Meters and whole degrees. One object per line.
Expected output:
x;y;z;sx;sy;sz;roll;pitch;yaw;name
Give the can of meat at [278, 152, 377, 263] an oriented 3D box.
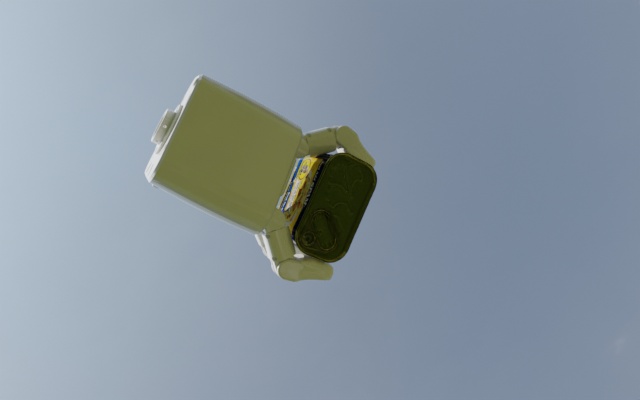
0.000;0.001;0.481;0.057;0.102;0.084;24;-2;-24;can of meat
